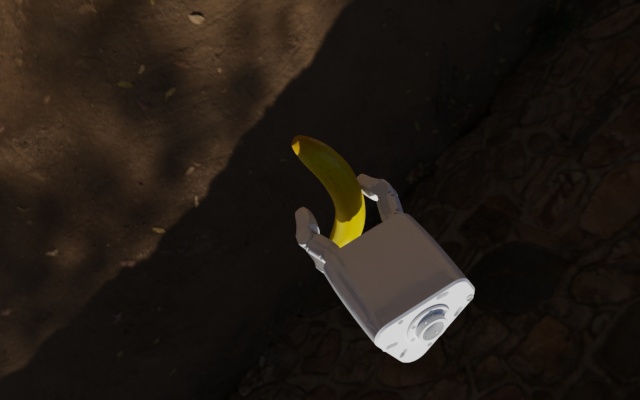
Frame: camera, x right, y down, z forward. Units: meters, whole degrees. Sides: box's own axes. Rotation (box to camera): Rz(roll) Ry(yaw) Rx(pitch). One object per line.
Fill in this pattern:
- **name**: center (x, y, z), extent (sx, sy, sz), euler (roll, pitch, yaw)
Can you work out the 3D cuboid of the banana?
- **banana**: center (0.018, -0.002, 0.572), extent (0.069, 0.198, 0.037), euler (-20, 43, -9)
